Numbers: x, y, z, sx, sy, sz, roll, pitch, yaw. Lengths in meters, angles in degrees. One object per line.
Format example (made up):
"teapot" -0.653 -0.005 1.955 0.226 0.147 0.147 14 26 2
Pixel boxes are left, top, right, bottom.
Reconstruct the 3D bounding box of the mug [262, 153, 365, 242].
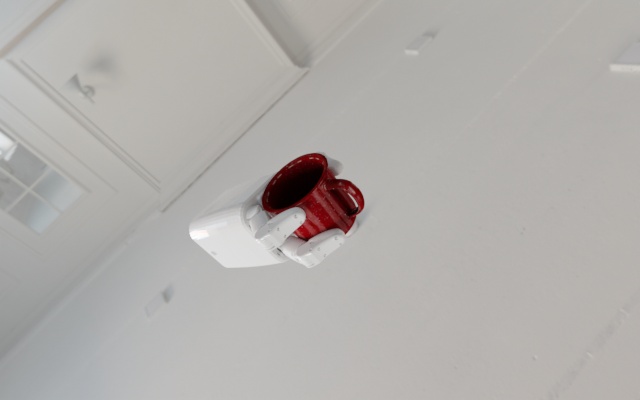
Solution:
"mug" 0.001 0.002 0.566 0.117 0.093 0.081 -12 -48 37
